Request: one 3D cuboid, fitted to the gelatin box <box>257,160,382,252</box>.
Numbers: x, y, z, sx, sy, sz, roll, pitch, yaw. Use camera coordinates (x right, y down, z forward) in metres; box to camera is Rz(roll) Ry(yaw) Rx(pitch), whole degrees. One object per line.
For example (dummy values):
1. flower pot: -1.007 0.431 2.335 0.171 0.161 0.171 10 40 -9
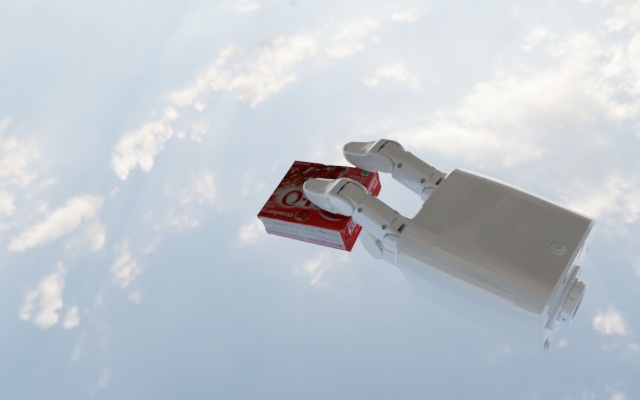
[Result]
1. gelatin box: 0.000 0.002 0.424 0.089 0.073 0.030 9 -39 30
